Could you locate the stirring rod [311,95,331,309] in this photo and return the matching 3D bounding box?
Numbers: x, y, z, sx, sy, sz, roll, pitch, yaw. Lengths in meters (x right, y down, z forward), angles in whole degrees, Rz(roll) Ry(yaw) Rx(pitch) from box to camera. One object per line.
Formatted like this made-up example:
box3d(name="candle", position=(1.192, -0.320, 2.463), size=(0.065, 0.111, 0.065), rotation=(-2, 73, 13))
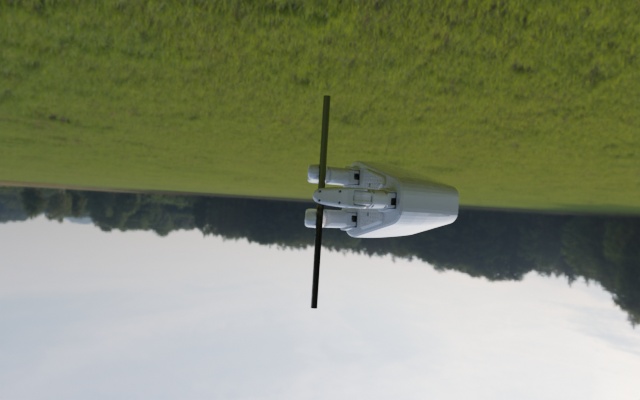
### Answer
box3d(name="stirring rod", position=(0.000, 0.002, 0.541), size=(0.011, 0.239, 0.011), rotation=(4, 0, 0))
